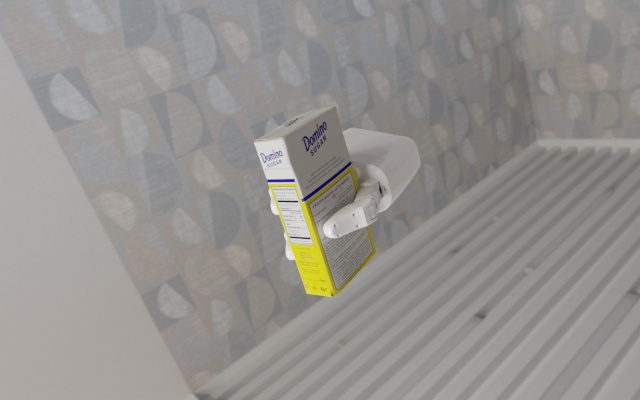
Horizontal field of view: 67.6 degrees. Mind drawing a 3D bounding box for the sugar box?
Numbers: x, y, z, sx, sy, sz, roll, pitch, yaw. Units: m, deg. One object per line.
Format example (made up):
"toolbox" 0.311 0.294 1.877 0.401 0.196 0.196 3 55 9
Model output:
"sugar box" 0.000 0.002 0.497 0.048 0.176 0.093 -2 25 39
